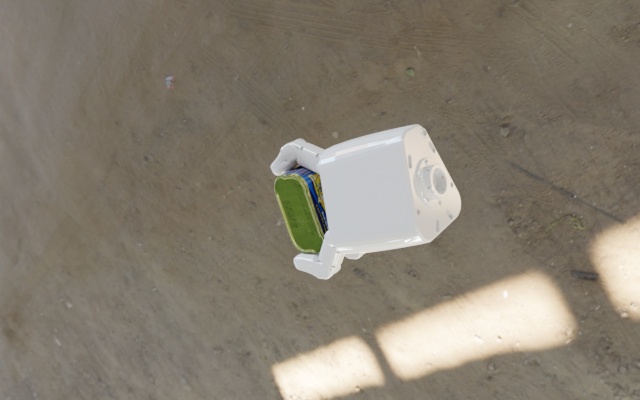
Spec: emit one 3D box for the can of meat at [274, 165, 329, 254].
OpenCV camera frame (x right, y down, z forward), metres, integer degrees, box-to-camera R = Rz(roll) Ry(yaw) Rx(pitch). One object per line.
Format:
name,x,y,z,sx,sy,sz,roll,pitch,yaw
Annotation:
can of meat,0.000,0.002,0.563,0.057,0.102,0.084,-7,17,43
